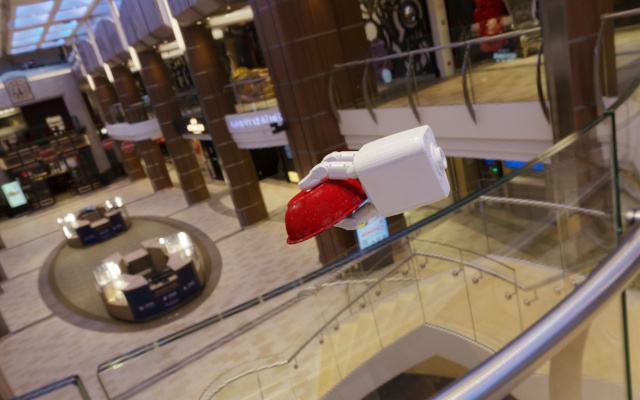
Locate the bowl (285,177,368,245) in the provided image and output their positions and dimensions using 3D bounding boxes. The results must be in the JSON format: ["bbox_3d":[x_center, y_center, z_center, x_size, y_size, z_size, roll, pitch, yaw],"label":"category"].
[{"bbox_3d":[-0.001,0.003,0.759,0.162,0.055,0.162,-32,9,6],"label":"bowl"}]
